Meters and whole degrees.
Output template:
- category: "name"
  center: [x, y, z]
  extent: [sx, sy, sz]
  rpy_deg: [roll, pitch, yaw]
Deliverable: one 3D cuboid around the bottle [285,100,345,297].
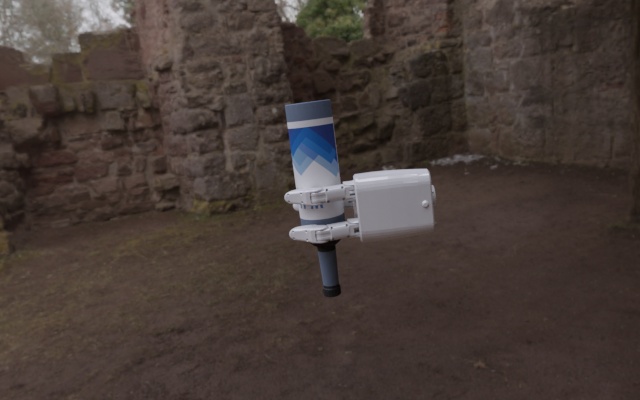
- category: "bottle"
  center: [0.000, 0.002, 0.714]
  extent: [0.069, 0.296, 0.069]
  rpy_deg: [-7, 11, 1]
